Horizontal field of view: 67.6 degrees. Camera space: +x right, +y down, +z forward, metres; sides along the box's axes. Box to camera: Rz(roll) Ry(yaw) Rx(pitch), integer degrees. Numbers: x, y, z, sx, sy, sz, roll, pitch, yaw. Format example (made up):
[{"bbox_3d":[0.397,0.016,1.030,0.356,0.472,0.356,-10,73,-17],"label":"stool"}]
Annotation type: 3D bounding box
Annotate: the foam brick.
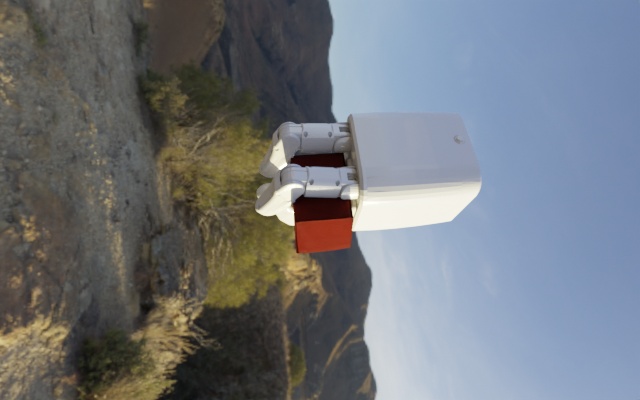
[{"bbox_3d":[0.000,0.002,0.441,0.051,0.078,0.053,-3,-36,-4],"label":"foam brick"}]
